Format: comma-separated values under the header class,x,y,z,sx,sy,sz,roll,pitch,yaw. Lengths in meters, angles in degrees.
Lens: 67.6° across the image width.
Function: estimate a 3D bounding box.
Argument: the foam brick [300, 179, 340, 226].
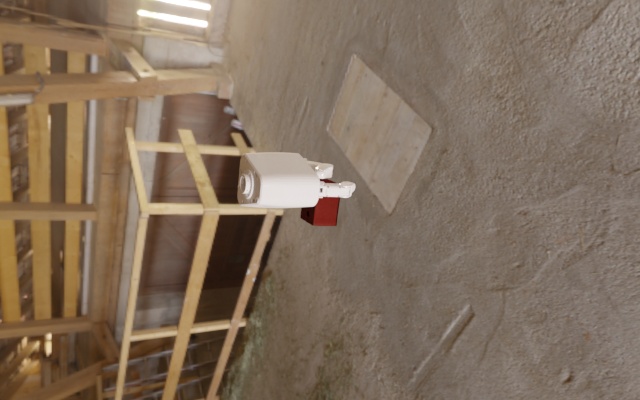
class,x,y,z,sx,sy,sz,roll,pitch,yaw
foam brick,0.000,0.003,0.869,0.051,0.078,0.053,-1,15,-31
